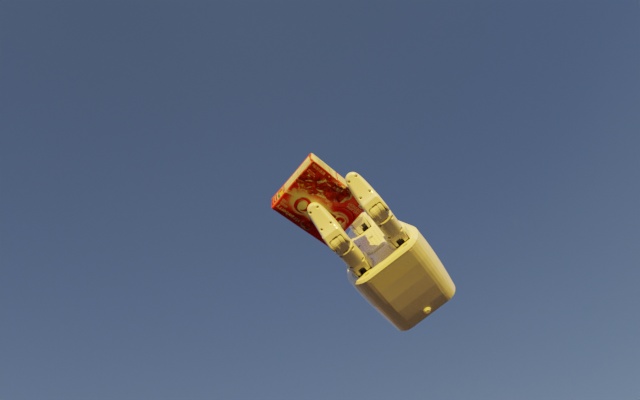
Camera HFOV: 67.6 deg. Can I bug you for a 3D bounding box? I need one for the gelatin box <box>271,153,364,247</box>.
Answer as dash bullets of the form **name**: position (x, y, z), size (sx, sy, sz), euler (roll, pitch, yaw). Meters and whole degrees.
- **gelatin box**: position (0.000, 0.001, 0.549), size (0.089, 0.073, 0.030), euler (37, 15, -20)
